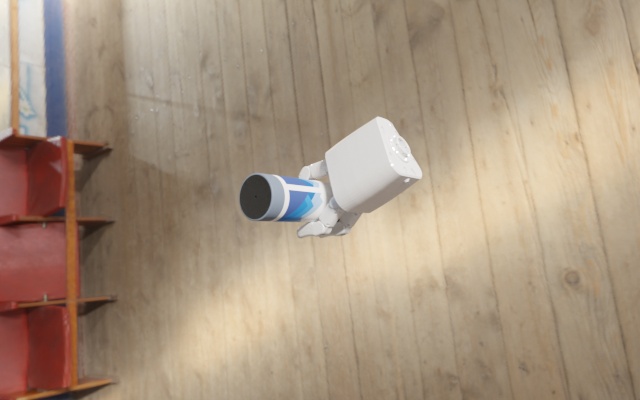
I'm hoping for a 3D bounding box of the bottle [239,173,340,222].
[{"bbox_3d":[0.000,0.003,0.771,0.069,0.069,0.296,0,-3,38],"label":"bottle"}]
